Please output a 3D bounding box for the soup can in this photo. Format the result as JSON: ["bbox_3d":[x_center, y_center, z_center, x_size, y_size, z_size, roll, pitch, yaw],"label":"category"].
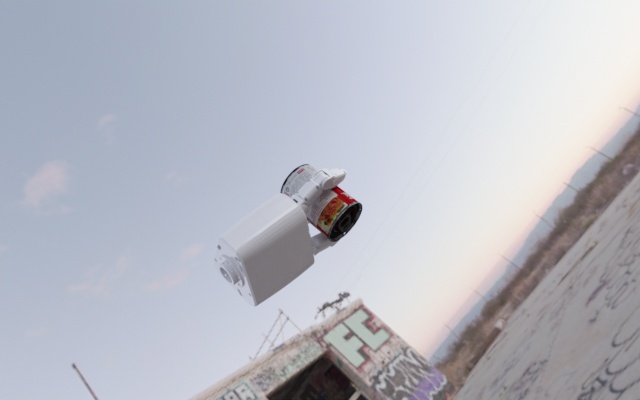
[{"bbox_3d":[0.000,0.002,0.683,0.102,0.068,0.068,39,18,25],"label":"soup can"}]
